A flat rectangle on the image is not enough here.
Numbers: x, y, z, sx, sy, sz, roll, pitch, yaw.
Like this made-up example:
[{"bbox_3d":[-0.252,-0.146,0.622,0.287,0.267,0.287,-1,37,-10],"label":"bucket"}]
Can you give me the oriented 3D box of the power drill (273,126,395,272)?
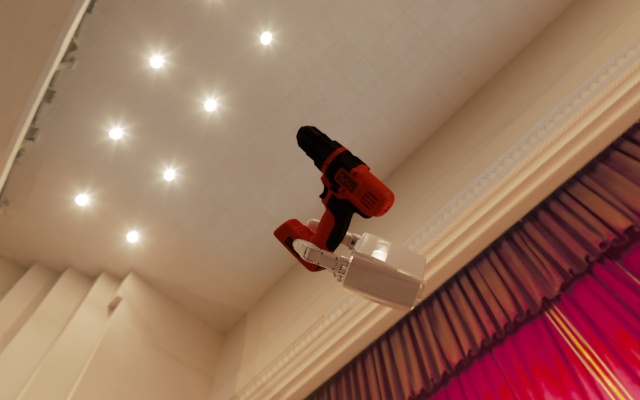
[{"bbox_3d":[0.000,0.003,0.734,0.184,0.188,0.057,44,32,20],"label":"power drill"}]
